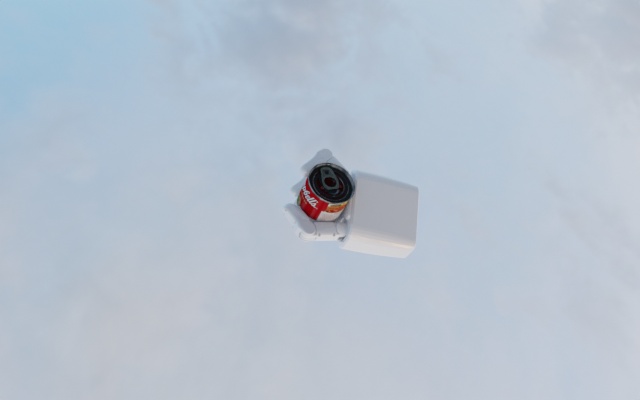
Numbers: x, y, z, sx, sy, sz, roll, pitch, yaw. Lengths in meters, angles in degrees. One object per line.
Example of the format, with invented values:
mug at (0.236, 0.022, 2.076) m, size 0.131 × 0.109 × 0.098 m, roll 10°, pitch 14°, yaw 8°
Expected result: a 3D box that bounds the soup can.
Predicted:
soup can at (0.000, 0.002, 0.690) m, size 0.068 × 0.068 × 0.102 m, roll 0°, pitch -32°, yaw -22°
